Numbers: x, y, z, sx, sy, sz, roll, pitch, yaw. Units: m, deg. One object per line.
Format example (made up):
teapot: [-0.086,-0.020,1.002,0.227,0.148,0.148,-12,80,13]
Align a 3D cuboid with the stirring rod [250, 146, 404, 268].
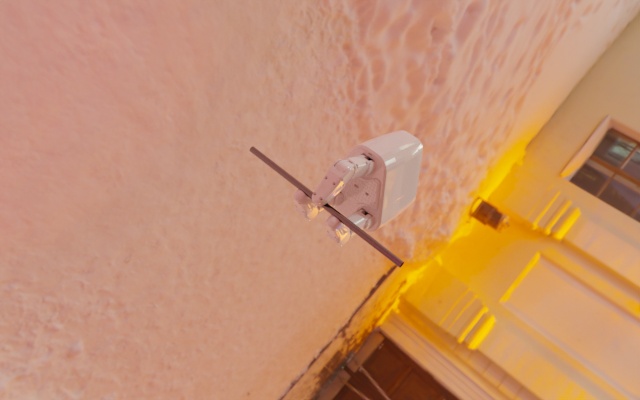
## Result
stirring rod: [0.000,0.002,0.560,0.239,0.011,0.011,38,17,23]
